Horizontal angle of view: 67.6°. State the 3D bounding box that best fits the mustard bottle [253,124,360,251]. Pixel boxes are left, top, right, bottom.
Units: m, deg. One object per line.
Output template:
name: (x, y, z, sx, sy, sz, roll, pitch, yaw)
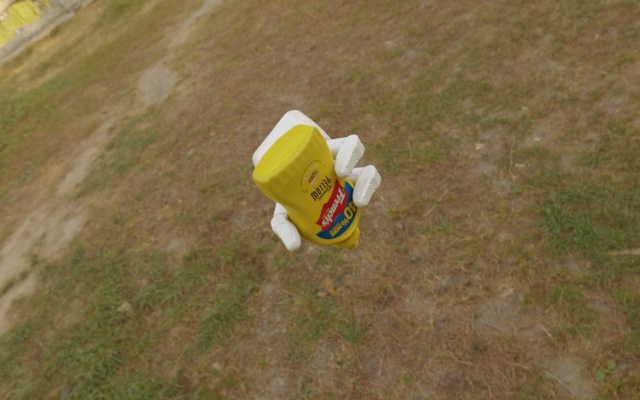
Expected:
mustard bottle: (0.000, 0.002, 0.609, 0.058, 0.096, 0.192, 17, -29, 46)
